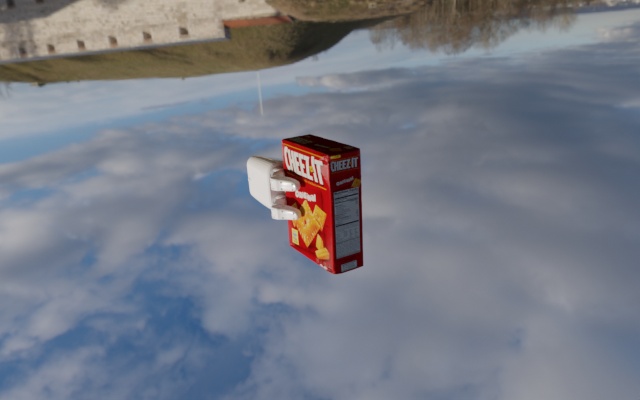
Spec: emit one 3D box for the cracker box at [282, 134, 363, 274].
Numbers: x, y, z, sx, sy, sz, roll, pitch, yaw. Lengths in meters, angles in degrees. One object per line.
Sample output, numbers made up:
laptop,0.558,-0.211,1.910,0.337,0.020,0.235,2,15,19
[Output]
cracker box,0.000,0.003,0.848,0.072,0.214,0.164,-15,22,-29
